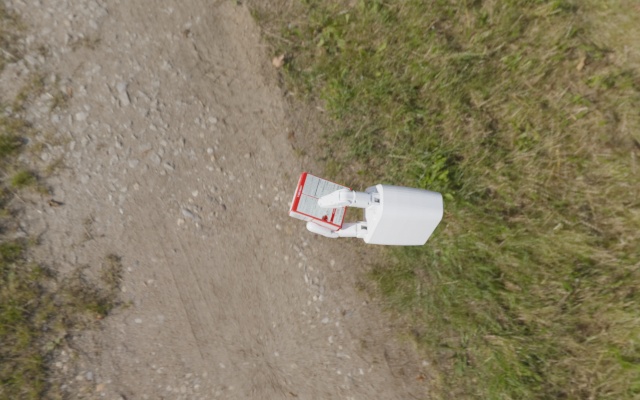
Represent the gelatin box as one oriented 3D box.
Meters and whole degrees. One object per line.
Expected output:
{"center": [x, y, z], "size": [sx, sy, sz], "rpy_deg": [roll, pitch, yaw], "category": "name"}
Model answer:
{"center": [0.000, 0.002, 0.790], "size": [0.089, 0.073, 0.030], "rpy_deg": [19, -22, -9], "category": "gelatin box"}
